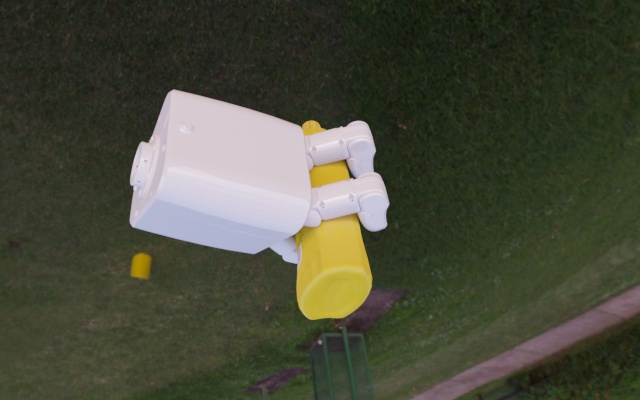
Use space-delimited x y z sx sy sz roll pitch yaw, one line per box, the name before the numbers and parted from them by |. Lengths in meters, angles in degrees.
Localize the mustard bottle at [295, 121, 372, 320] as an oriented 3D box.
mustard bottle | 0.000 0.002 0.431 0.058 0.191 0.096 -2 -36 -9
